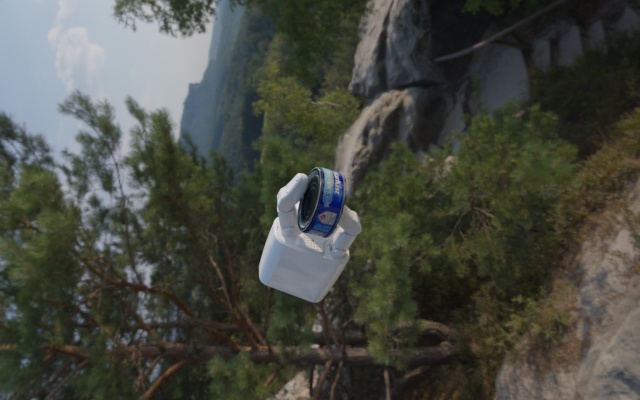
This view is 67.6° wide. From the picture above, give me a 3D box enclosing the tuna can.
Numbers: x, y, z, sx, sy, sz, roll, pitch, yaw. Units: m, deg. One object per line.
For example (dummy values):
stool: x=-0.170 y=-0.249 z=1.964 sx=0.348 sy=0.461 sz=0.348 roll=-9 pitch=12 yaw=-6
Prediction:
tuna can: x=0.000 y=0.002 z=0.601 sx=0.034 sy=0.086 sz=0.086 roll=14 pitch=-4 yaw=-17
